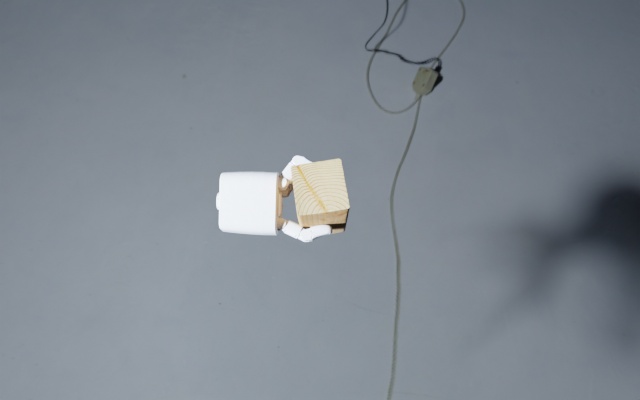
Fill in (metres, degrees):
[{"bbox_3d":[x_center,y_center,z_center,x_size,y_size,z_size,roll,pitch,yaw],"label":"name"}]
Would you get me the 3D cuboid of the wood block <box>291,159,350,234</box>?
[{"bbox_3d":[0.000,0.003,0.895,0.090,0.090,0.206,-8,-14,-1],"label":"wood block"}]
